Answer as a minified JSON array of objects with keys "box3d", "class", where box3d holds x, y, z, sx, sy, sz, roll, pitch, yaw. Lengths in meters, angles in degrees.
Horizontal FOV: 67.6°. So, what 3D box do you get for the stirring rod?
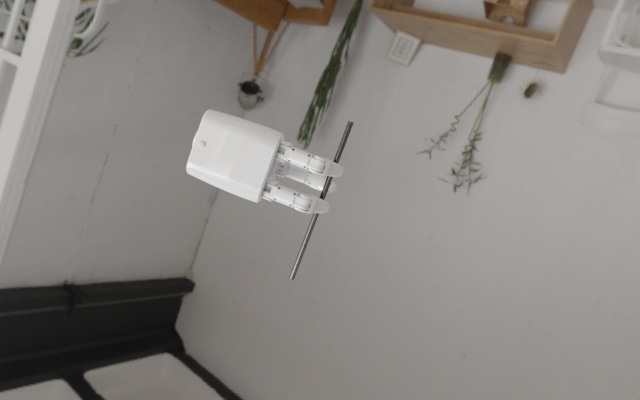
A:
[{"box3d":[0.000,0.002,0.678,0.011,0.239,0.011,20,8,-3],"class":"stirring rod"}]
